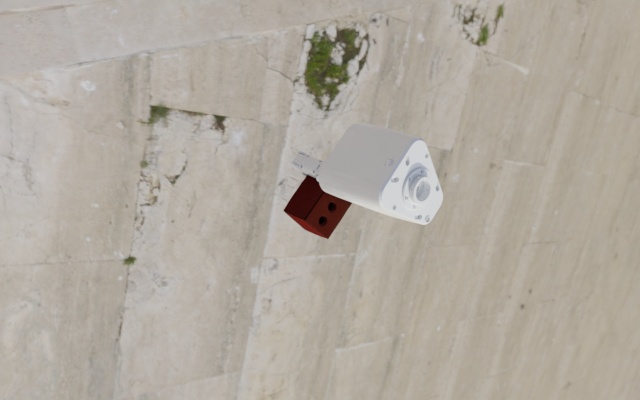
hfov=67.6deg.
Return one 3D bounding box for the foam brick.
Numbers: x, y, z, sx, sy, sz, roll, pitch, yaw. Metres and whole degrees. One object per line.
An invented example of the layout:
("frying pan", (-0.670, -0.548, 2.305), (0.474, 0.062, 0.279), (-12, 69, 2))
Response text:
("foam brick", (0.000, 0.002, 0.634), (0.051, 0.078, 0.053), (22, -15, 48))
